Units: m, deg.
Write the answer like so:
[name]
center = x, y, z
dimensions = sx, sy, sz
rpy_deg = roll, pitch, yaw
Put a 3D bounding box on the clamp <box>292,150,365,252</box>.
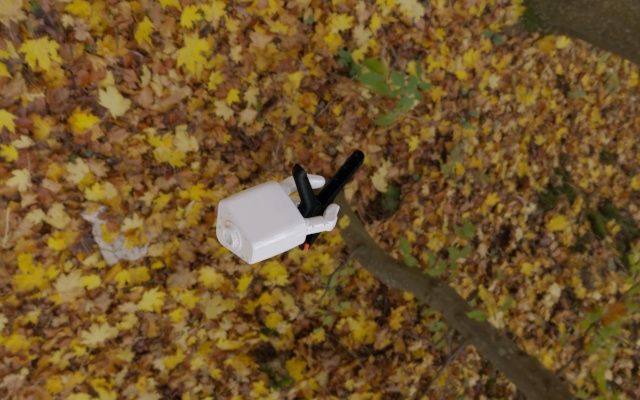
[clamp]
center = 0.000, 0.004, 0.852
dimensions = 0.164, 0.210, 0.036
rpy_deg = -22, 51, -37
